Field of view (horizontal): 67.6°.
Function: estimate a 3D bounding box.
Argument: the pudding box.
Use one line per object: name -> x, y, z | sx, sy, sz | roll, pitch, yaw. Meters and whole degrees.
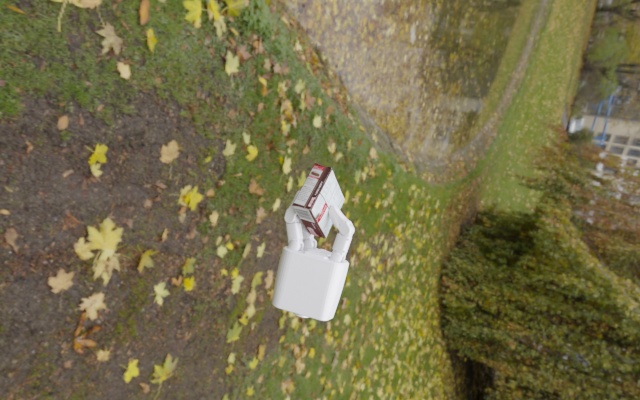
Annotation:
pudding box -> 0.000, 0.003, 0.839 | 0.039, 0.090, 0.114 | 17, -23, 23
